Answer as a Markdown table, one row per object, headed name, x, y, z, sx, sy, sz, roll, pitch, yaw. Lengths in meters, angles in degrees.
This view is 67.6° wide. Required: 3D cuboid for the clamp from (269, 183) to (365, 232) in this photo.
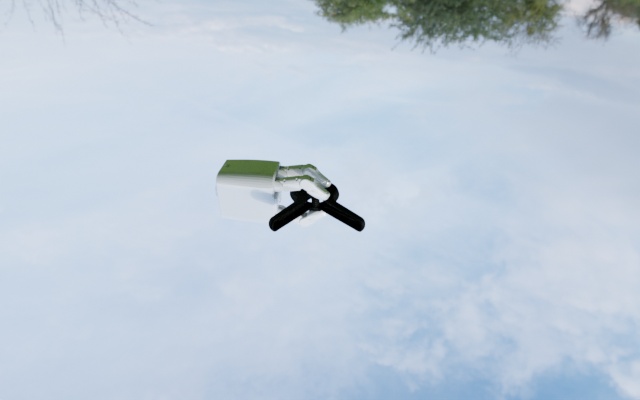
| name | x | y | z | sx | sy | sz | roll | pitch | yaw |
| --- | --- | --- | --- | --- | --- | --- | --- | --- | --- |
| clamp | 0.000 | 0.003 | 0.890 | 0.164 | 0.036 | 0.210 | 4 | 27 | 2 |
